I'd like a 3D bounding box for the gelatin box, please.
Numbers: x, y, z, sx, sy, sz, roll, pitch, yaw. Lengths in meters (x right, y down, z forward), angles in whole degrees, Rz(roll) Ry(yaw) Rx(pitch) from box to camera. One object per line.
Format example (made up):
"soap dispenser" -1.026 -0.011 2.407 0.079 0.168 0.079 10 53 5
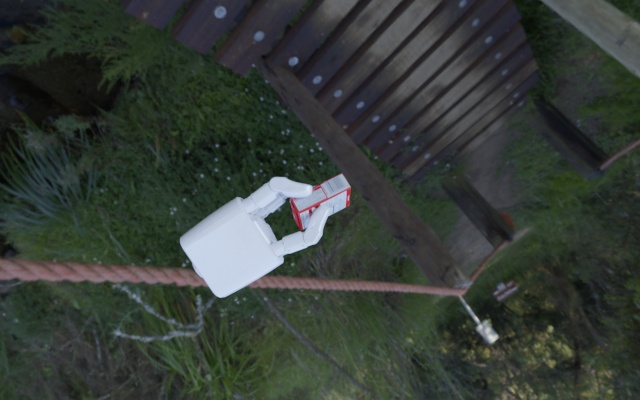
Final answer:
"gelatin box" 0.001 0.003 0.717 0.089 0.030 0.073 -26 -20 -8
